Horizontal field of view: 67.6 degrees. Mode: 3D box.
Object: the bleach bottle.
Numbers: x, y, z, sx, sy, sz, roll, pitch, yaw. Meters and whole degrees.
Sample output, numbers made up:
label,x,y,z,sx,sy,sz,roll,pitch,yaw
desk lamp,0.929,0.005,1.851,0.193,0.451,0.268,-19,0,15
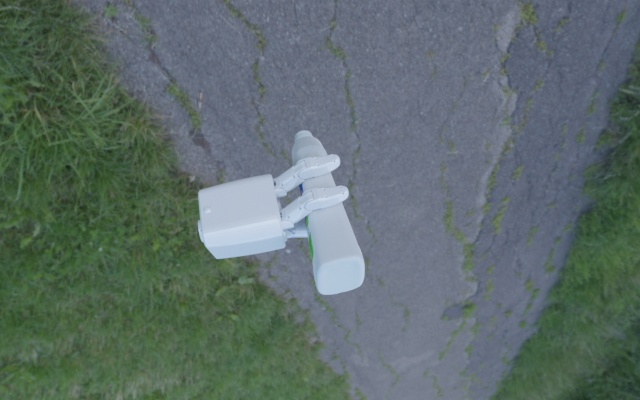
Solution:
label,x,y,z,sx,sy,sz,roll,pitch,yaw
bleach bottle,0.000,0.002,0.699,0.068,0.250,0.103,-12,-35,-5
